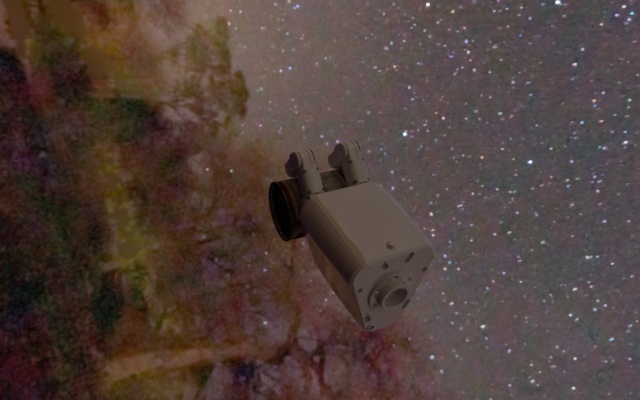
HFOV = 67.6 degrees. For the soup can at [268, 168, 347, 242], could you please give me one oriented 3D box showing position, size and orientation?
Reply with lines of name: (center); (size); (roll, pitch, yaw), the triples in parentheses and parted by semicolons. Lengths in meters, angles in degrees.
soup can: (0.000, 0.002, 0.545); (0.102, 0.068, 0.068); (-13, 5, -22)
